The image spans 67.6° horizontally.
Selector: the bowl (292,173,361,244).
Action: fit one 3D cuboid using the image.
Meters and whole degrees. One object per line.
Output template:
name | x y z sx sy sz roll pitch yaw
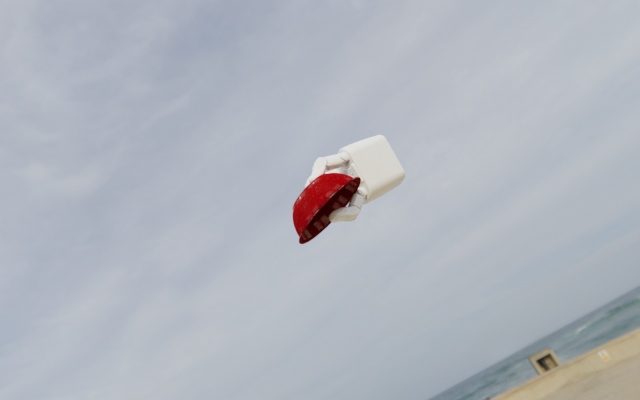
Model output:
bowl | -0.001 0.003 0.868 0.055 0.162 0.162 42 11 13
